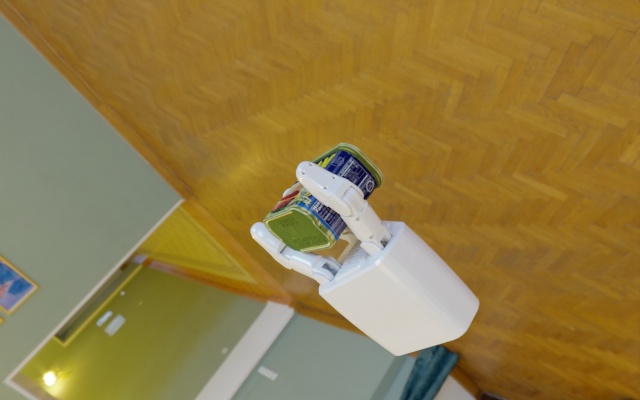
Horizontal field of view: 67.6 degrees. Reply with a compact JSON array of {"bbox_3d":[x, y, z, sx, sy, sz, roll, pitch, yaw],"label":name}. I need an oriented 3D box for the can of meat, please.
[{"bbox_3d":[0.000,0.002,0.462,0.057,0.084,0.102,44,-26,-13],"label":"can of meat"}]
